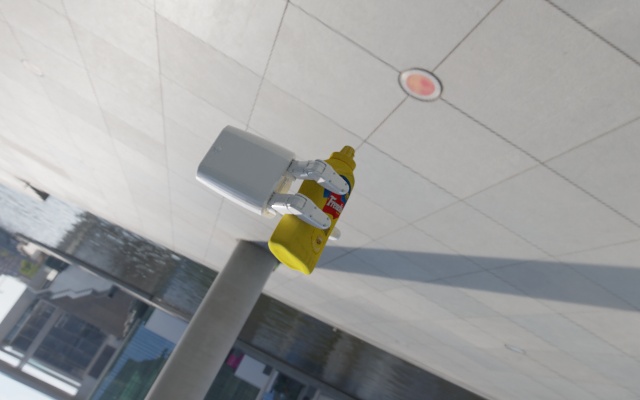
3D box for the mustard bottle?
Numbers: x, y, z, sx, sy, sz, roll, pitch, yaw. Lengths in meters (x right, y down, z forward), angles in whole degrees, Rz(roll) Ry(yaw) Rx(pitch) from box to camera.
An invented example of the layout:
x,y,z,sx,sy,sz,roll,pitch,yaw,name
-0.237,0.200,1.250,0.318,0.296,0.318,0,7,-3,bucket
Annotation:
x,y,z,sx,sy,sz,roll,pitch,yaw,name
0.000,0.003,0.670,0.058,0.191,0.096,16,-24,29,mustard bottle
